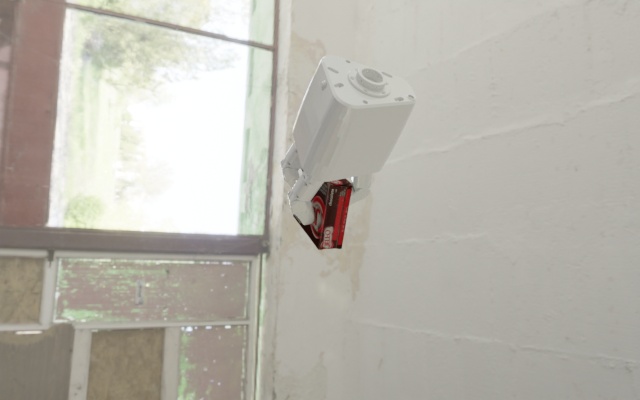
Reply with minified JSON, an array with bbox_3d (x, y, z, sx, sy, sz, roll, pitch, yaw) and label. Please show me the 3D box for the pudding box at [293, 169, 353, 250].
[{"bbox_3d":[0.000,0.002,0.637,0.039,0.090,0.113,2,20,-20],"label":"pudding box"}]
